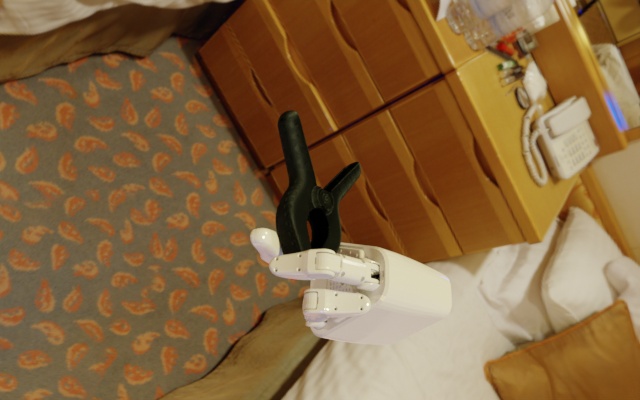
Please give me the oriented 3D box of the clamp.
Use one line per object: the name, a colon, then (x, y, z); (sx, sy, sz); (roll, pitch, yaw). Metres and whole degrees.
clamp: (0.000, 0.002, 0.491); (0.120, 0.171, 0.039); (21, -29, -36)
